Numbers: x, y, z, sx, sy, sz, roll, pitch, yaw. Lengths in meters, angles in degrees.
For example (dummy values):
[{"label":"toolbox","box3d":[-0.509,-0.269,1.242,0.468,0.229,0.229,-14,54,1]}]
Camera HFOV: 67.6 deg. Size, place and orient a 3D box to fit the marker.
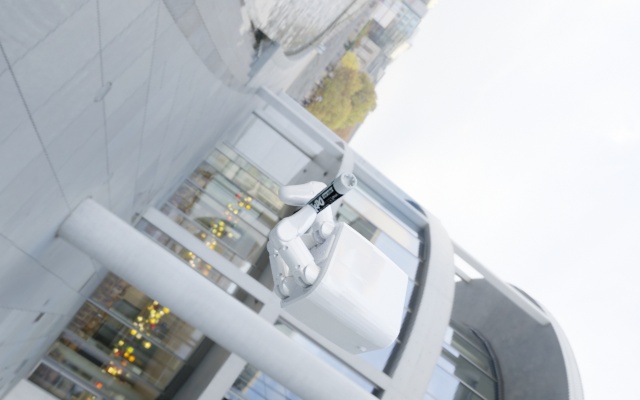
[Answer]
[{"label":"marker","box3d":[0.000,0.002,0.515,0.020,0.020,0.121,0,-21,-30]}]
